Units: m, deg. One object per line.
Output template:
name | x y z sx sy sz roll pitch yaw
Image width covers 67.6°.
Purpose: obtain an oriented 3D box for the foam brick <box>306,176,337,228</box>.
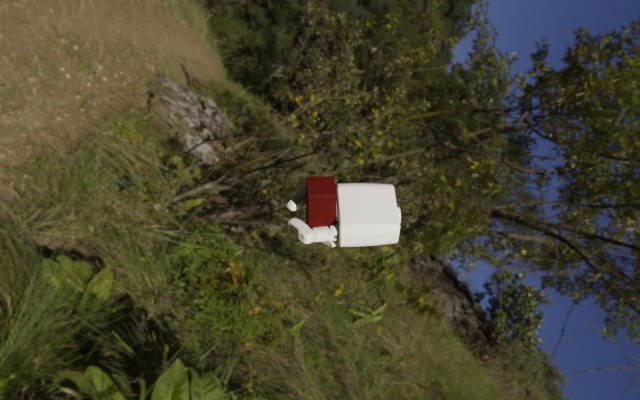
foam brick | 0.000 0.003 0.835 0.051 0.078 0.053 -1 41 -2
